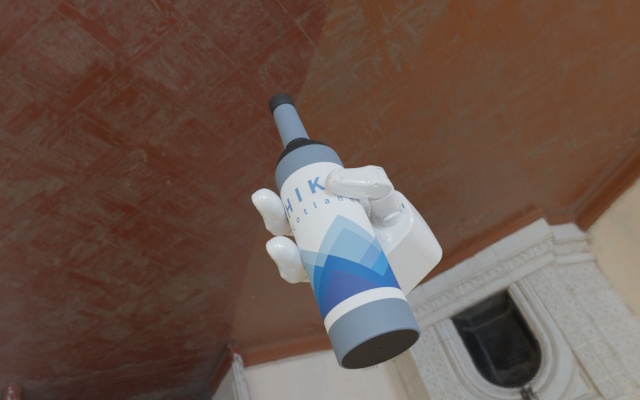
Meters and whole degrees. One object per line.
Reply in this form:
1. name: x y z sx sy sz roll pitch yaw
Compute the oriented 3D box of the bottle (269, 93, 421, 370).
1. bottle: 0.000 0.002 0.442 0.069 0.295 0.069 -14 -37 -11
